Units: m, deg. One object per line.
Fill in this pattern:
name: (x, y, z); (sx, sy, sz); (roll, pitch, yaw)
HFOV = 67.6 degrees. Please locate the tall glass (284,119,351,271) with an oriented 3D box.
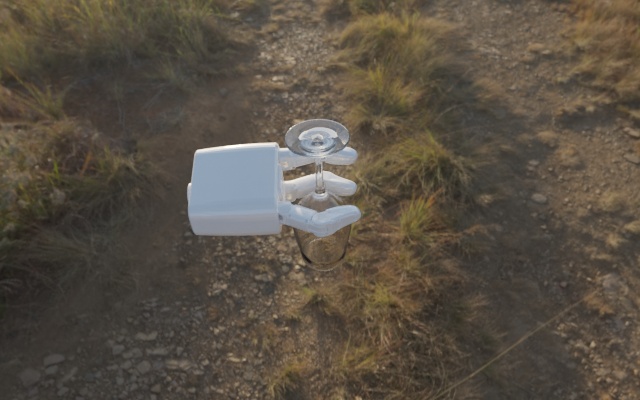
tall glass: (0.000, 0.002, 0.605); (0.079, 0.201, 0.079); (-2, 42, 2)
